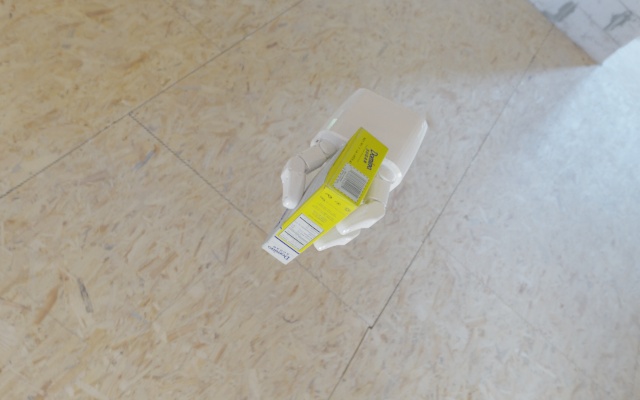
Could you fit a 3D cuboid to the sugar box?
[{"bbox_3d":[0.001,0.002,0.541,0.048,0.093,0.176,36,-36,-5],"label":"sugar box"}]
